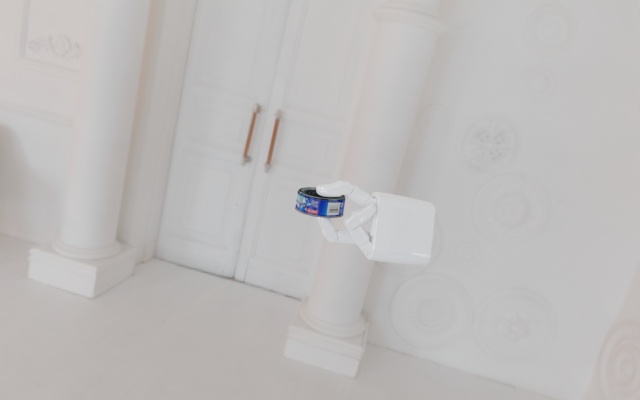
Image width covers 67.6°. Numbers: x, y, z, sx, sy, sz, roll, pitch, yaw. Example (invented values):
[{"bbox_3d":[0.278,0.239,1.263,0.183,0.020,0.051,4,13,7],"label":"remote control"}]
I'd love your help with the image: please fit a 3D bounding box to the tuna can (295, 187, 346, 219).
[{"bbox_3d":[0.000,0.002,0.828,0.086,0.034,0.086,8,13,-2],"label":"tuna can"}]
